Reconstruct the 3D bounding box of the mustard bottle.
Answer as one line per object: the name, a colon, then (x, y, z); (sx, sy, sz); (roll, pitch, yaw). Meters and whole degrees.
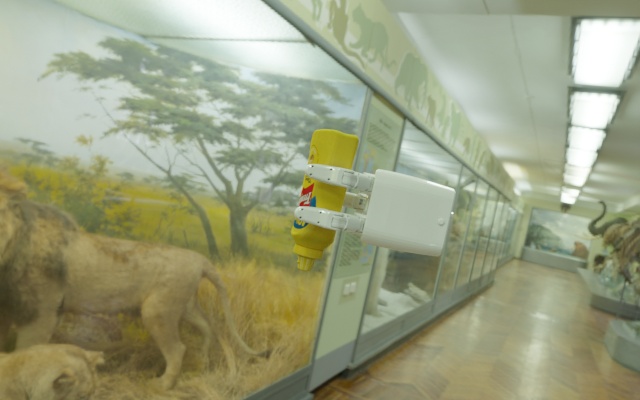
mustard bottle: (0.000, 0.002, 0.652); (0.058, 0.191, 0.096); (12, 2, -20)
